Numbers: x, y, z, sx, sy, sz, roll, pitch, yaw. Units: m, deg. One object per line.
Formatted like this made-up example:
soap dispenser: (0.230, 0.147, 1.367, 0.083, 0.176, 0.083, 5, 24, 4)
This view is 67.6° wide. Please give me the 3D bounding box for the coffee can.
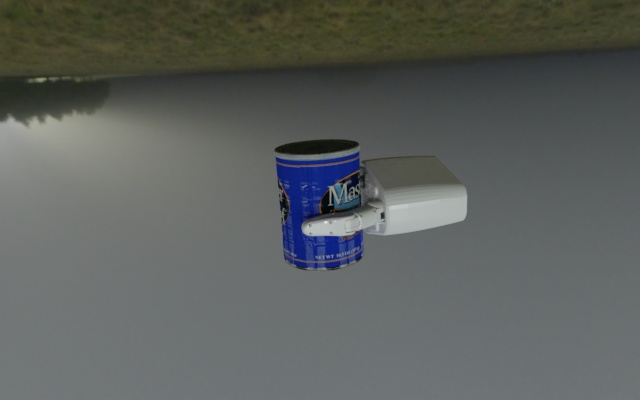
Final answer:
coffee can: (0.000, 0.002, 0.589, 0.103, 0.140, 0.102, -4, 16, 1)
